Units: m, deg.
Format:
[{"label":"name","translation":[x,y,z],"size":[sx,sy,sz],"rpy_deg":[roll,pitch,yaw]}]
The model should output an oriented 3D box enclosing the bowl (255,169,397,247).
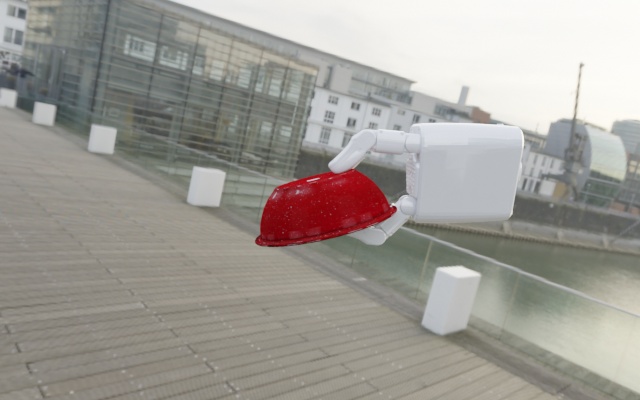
[{"label":"bowl","translation":[-0.001,0.002,0.528],"size":[0.162,0.055,0.162],"rpy_deg":[-14,7,2]}]
